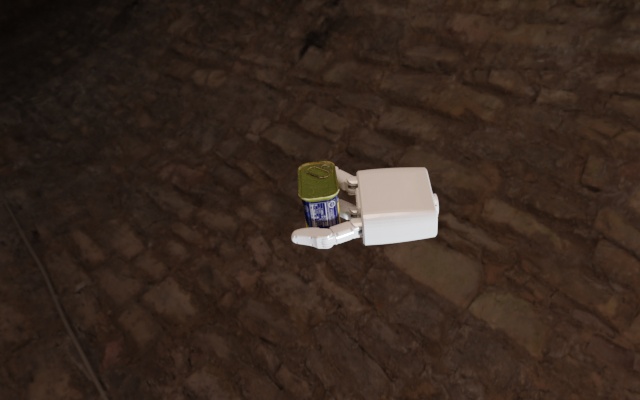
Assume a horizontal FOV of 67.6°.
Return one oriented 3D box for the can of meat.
[{"bbox_3d":[0.000,0.003,0.714,0.057,0.084,0.102,-7,34,1],"label":"can of meat"}]
